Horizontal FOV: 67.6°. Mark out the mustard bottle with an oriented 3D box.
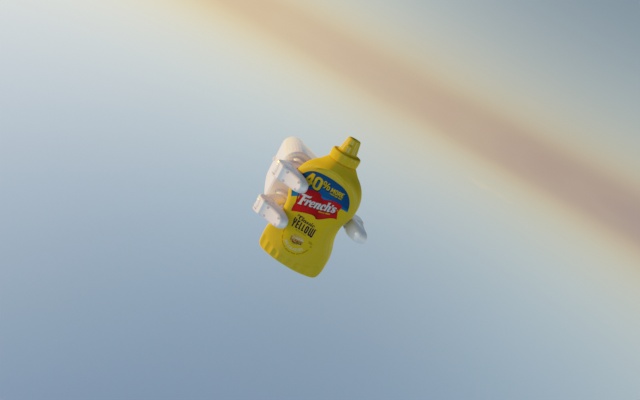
[{"bbox_3d":[0.000,0.002,0.637,0.096,0.192,0.058,31,16,8],"label":"mustard bottle"}]
